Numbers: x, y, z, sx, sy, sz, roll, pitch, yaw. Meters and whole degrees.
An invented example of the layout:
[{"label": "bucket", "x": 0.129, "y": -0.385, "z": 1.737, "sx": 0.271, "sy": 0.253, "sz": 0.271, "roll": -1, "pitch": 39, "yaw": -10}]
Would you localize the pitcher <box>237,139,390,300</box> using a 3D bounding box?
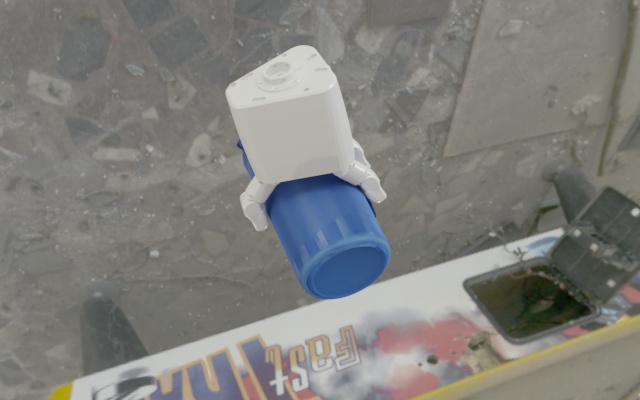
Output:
[{"label": "pitcher", "x": 0.000, "y": 0.002, "z": 0.610, "sx": 0.149, "sy": 0.242, "sz": 0.145, "roll": -21, "pitch": -42, "yaw": -6}]
